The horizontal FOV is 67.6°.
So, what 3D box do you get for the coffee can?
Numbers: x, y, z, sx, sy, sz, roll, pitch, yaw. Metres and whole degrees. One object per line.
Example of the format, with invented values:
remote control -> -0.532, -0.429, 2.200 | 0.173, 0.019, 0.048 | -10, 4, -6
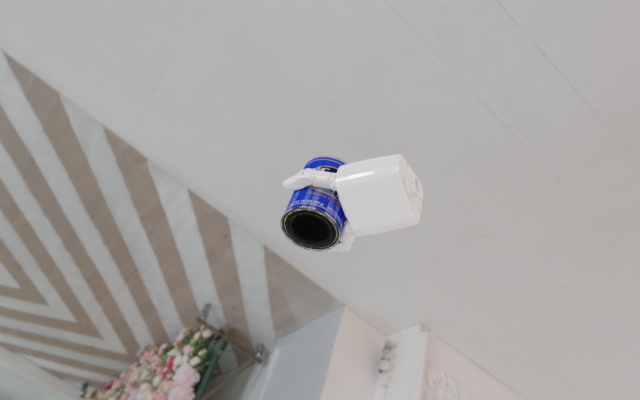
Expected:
coffee can -> 0.000, 0.003, 0.828 | 0.103, 0.103, 0.140 | 0, 42, 19
